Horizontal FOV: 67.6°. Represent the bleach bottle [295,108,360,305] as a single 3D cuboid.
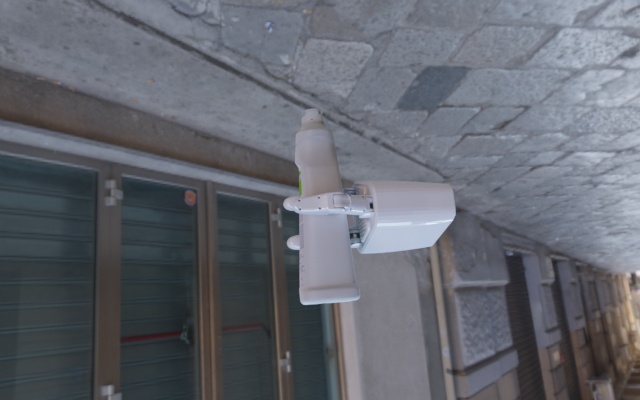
[{"bbox_3d":[0.000,0.002,0.605,0.068,0.250,0.102,-2,-13,-10],"label":"bleach bottle"}]
